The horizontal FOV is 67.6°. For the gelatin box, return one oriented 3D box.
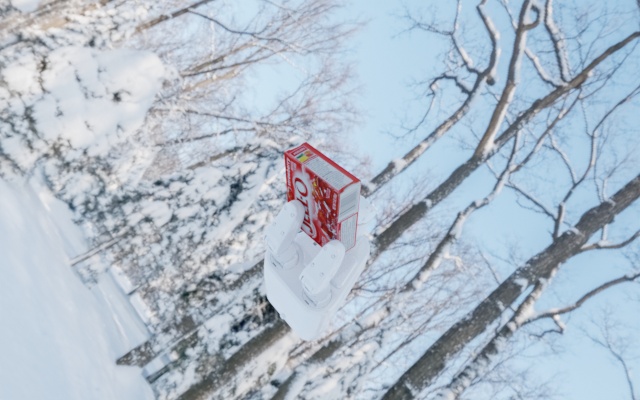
[{"bbox_3d":[0.000,0.001,0.444,0.030,0.089,0.073,-31,53,-29],"label":"gelatin box"}]
